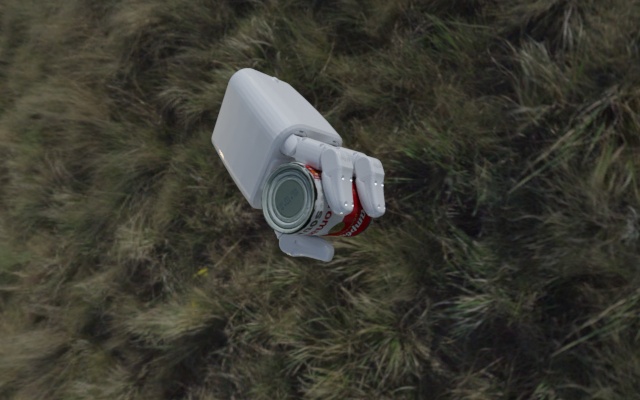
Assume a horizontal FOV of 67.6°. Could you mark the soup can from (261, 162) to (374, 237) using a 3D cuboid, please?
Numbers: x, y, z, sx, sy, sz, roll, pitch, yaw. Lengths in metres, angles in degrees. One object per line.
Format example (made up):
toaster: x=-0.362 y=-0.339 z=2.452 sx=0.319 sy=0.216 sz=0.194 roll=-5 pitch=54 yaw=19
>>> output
soup can: x=0.000 y=0.002 z=0.472 sx=0.068 sy=0.068 sz=0.102 roll=0 pitch=-4 yaw=38
